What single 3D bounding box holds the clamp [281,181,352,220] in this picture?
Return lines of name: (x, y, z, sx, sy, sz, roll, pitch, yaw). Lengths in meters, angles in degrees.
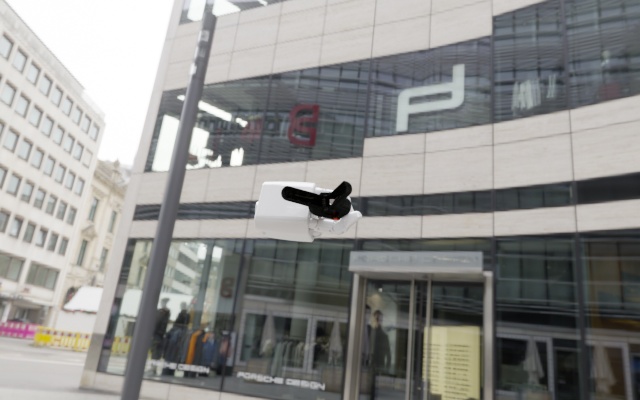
clamp: (0.000, 0.002, 0.855, 0.120, 0.039, 0.171, 4, -18, 8)
